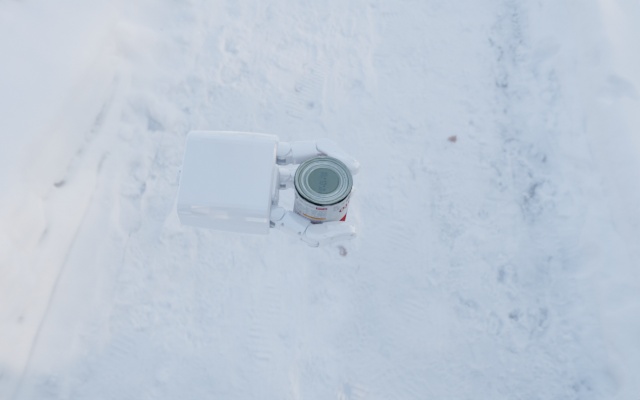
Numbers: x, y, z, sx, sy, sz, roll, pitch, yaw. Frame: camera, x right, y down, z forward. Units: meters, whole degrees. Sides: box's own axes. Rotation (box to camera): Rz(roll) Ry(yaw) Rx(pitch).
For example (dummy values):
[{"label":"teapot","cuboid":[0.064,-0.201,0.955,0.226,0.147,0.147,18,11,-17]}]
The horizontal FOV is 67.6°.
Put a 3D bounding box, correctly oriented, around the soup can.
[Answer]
[{"label":"soup can","cuboid":[0.001,0.002,0.568,0.068,0.068,0.102,0,-31,-4]}]
